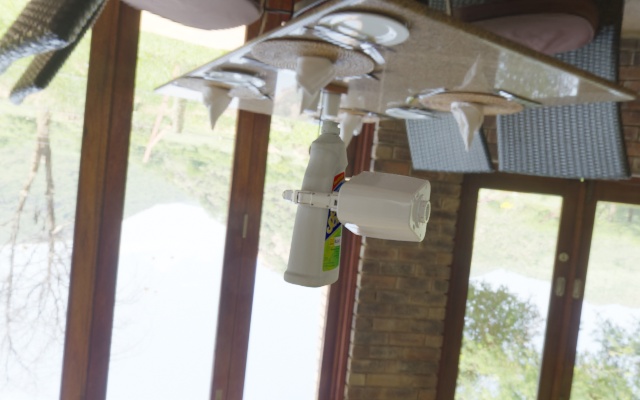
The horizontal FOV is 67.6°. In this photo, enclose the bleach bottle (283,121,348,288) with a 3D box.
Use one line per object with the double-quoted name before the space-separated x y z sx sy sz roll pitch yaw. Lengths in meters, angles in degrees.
"bleach bottle" 0.000 0.002 0.743 0.068 0.251 0.102 7 3 25
